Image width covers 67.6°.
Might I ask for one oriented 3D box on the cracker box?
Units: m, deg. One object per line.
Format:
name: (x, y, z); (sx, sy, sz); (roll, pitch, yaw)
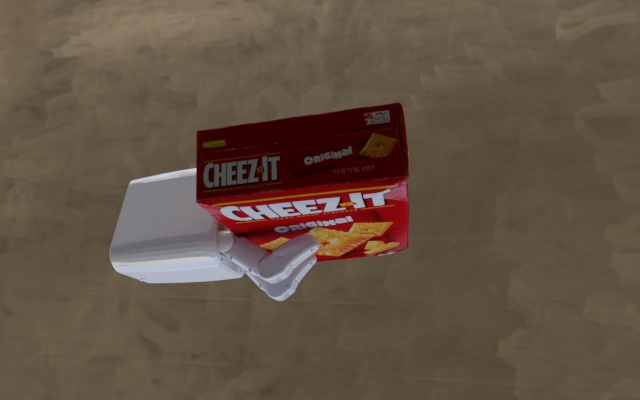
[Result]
cracker box: (0.000, 0.001, 0.453); (0.164, 0.072, 0.214); (-7, -21, 8)
